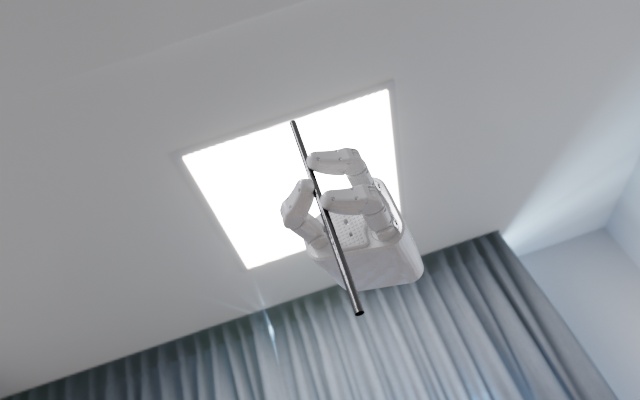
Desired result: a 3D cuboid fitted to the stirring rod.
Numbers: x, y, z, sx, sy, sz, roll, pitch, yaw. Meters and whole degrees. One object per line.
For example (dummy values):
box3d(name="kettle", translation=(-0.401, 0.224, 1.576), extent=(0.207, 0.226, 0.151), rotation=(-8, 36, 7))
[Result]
box3d(name="stirring rod", translation=(0.000, 0.002, 0.452), extent=(0.011, 0.239, 0.011), rotation=(-11, -40, -10))
